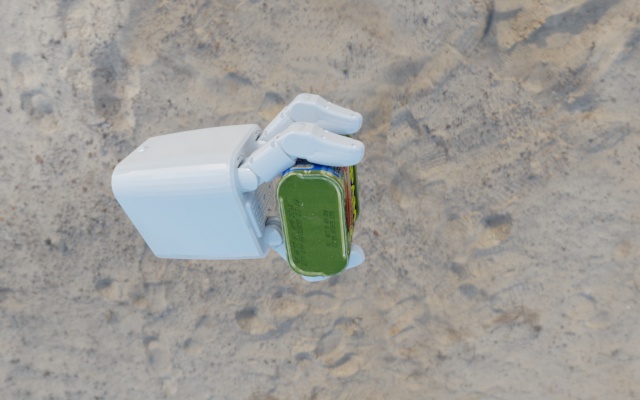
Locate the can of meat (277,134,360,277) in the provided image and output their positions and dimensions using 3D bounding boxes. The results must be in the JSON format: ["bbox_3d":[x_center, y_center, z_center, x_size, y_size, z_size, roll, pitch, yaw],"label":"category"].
[{"bbox_3d":[0.000,0.002,0.403,0.057,0.102,0.084,-1,30,10],"label":"can of meat"}]
